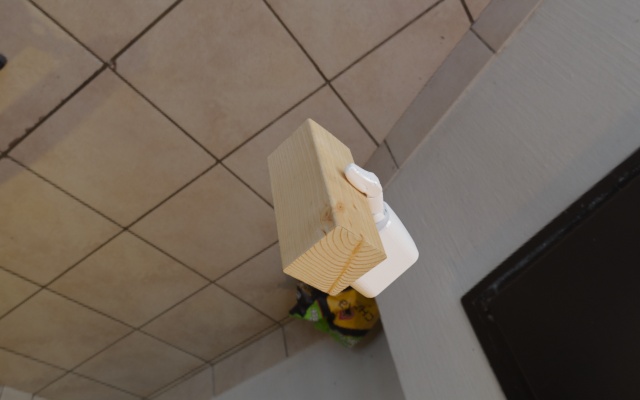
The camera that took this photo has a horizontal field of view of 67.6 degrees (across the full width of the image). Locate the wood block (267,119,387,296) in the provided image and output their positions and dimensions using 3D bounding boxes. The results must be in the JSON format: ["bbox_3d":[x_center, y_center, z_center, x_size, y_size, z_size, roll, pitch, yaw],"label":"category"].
[{"bbox_3d":[0.001,0.002,0.612,0.091,0.206,0.090,-40,-51,22],"label":"wood block"}]
